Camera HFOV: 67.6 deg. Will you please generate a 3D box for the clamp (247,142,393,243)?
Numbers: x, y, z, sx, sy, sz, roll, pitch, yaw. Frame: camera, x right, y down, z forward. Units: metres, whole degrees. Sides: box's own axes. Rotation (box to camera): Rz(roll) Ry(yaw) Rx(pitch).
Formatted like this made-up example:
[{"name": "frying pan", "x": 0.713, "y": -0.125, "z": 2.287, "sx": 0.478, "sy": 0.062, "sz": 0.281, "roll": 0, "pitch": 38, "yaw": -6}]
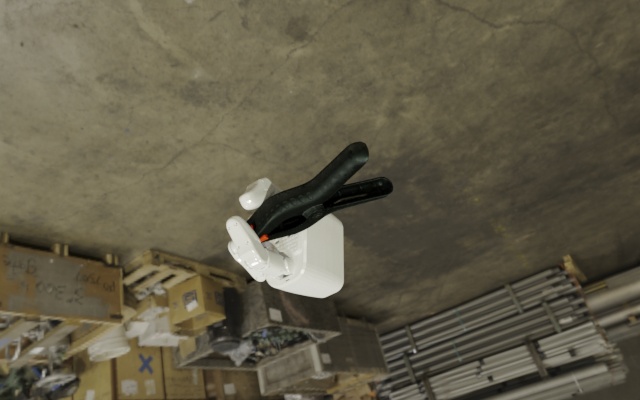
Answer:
[{"name": "clamp", "x": 0.000, "y": 0.002, "z": 0.528, "sx": 0.171, "sy": 0.039, "sz": 0.120, "roll": -29, "pitch": -31, "yaw": 21}]
